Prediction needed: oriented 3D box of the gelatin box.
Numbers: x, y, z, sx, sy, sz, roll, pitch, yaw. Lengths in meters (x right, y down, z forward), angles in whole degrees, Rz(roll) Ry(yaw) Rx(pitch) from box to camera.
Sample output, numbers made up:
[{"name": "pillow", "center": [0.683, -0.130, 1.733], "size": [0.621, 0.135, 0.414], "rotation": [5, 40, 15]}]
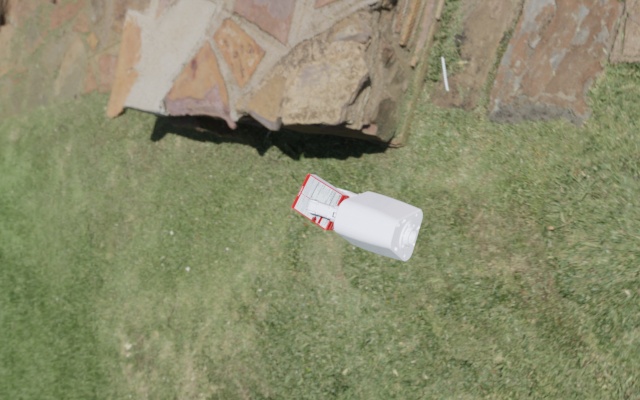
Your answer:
[{"name": "gelatin box", "center": [0.000, 0.003, 0.875], "size": [0.089, 0.073, 0.030], "rotation": [32, 13, 27]}]
